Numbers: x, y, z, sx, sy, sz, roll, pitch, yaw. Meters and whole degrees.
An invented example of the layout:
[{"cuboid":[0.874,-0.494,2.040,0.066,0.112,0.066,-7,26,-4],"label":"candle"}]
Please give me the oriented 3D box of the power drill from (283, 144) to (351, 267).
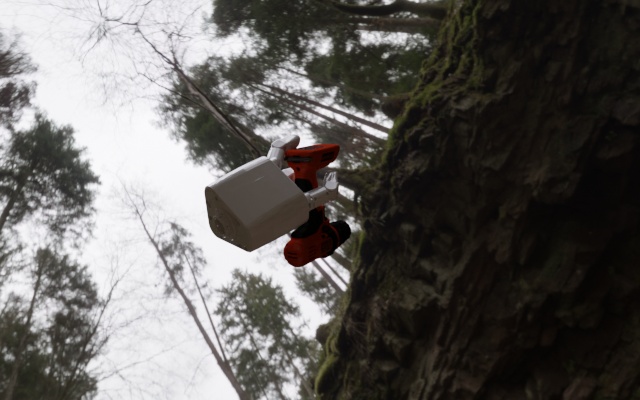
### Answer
[{"cuboid":[0.000,0.002,0.794,0.057,0.188,0.184,2,12,28],"label":"power drill"}]
